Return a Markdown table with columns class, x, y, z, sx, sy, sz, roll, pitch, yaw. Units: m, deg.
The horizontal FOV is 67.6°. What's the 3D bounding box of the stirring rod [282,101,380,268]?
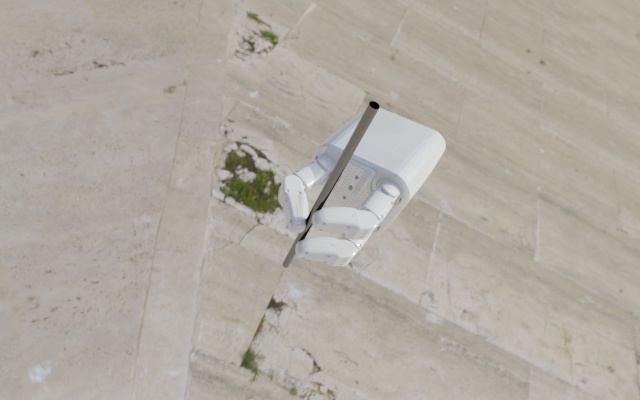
| class | x | y | z | sx | sy | sz | roll | pitch | yaw |
| --- | --- | --- | --- | --- | --- | --- | --- | --- | --- |
| stirring rod | 0.000 | 0.001 | 0.424 | 0.011 | 0.011 | 0.240 | 0 | -34 | -22 |
